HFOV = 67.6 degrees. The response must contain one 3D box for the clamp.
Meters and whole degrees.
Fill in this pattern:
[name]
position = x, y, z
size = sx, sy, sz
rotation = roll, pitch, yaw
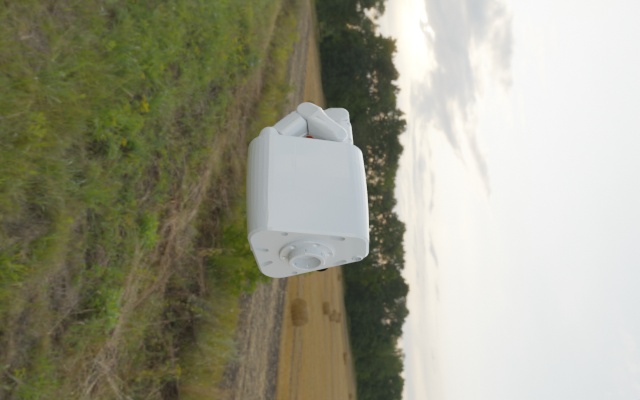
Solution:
[clamp]
position = 0.001, 0.002, 0.566
size = 0.039, 0.120, 0.172
rotation = -5, -36, 3
